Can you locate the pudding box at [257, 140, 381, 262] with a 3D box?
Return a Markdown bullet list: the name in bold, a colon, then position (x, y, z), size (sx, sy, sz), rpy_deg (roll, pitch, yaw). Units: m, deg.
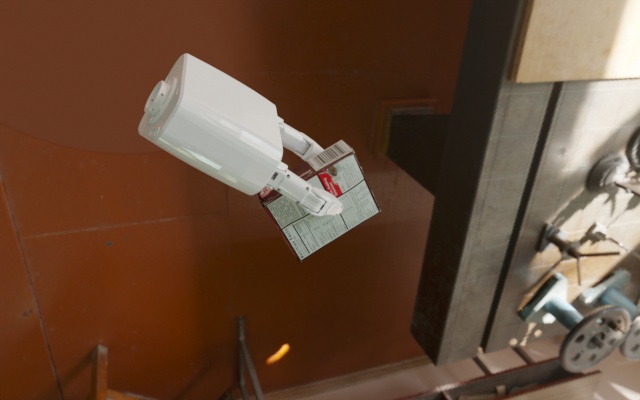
- **pudding box**: position (0.000, 0.002, 0.526), size (0.113, 0.090, 0.039), rpy_deg (-31, 34, -4)
